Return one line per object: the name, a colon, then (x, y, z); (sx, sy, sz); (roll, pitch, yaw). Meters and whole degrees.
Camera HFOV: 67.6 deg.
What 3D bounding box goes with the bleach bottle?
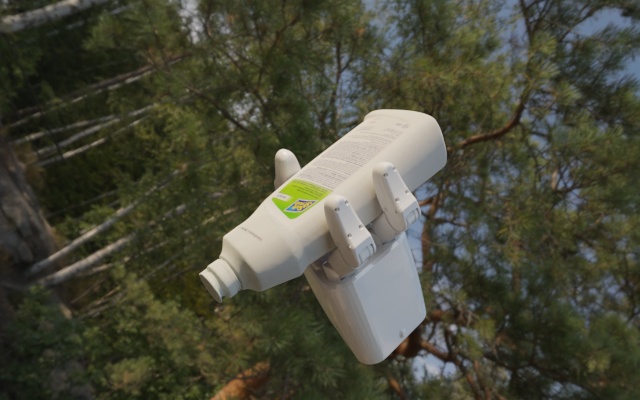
bleach bottle: (0.000, 0.001, 0.433); (0.250, 0.068, 0.102); (-36, 28, -26)
